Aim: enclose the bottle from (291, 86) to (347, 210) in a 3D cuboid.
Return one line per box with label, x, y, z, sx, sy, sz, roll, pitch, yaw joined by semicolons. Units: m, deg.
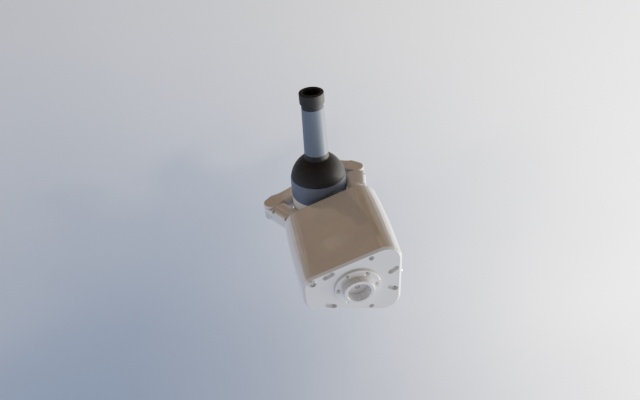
bottle;0.000;0.002;0.591;0.069;0.296;0.069;-3;38;2
